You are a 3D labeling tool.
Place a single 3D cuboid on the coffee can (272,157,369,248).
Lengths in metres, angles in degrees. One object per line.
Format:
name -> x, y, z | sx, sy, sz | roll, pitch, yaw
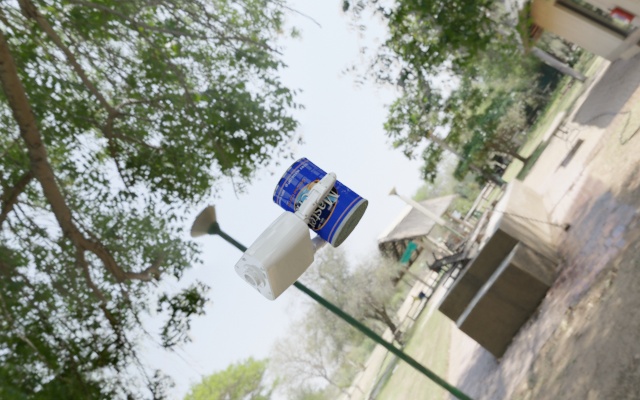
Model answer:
coffee can -> 0.000, 0.003, 0.853 | 0.140, 0.103, 0.103 | 36, 10, 15
